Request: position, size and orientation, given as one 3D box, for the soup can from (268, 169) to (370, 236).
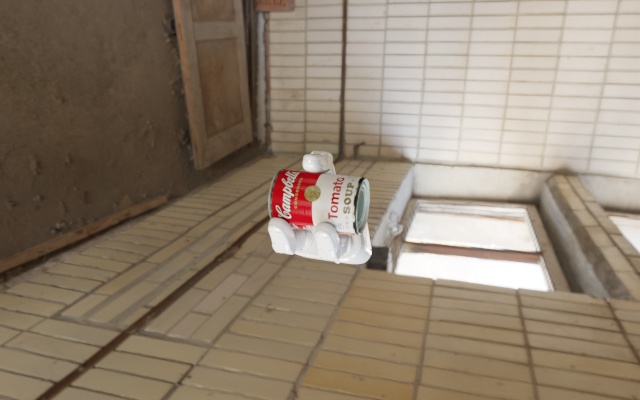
[{"bbox_3d":[0.000,0.002,0.549,0.102,0.068,0.068,6,2,17],"label":"soup can"}]
